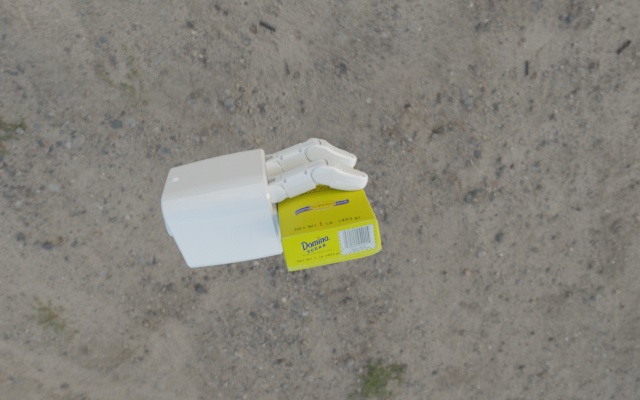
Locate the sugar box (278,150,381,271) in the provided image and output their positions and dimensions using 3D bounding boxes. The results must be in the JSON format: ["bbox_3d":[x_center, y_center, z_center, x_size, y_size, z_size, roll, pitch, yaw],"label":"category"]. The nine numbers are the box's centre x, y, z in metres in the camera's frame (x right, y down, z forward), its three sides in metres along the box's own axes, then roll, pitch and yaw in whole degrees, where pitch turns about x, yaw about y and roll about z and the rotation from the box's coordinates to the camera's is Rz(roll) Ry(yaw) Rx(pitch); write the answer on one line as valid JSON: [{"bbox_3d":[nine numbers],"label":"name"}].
[{"bbox_3d":[0.000,0.001,0.519,0.093,0.048,0.176,-11,31,-3],"label":"sugar box"}]
